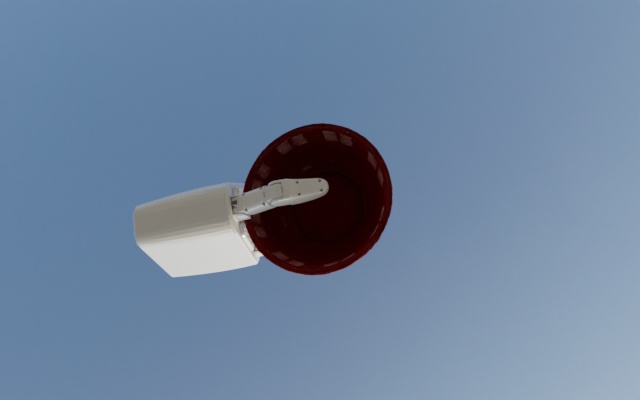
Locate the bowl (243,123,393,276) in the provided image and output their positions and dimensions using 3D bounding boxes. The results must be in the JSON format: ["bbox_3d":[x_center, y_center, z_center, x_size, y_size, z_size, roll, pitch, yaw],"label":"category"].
[{"bbox_3d":[0.001,0.002,0.516,0.162,0.162,0.055,0,-13,16],"label":"bowl"}]
